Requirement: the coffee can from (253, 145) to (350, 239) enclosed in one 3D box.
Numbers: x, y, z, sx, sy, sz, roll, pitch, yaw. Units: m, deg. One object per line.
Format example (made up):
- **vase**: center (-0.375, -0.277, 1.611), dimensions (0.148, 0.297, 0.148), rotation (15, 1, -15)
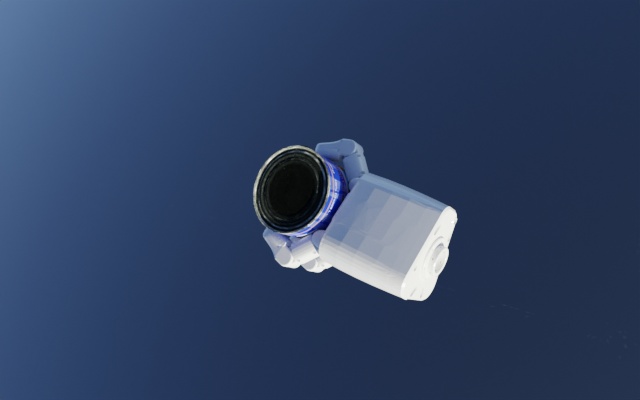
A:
- **coffee can**: center (0.000, 0.002, 0.589), dimensions (0.103, 0.102, 0.140), rotation (0, -12, 31)
